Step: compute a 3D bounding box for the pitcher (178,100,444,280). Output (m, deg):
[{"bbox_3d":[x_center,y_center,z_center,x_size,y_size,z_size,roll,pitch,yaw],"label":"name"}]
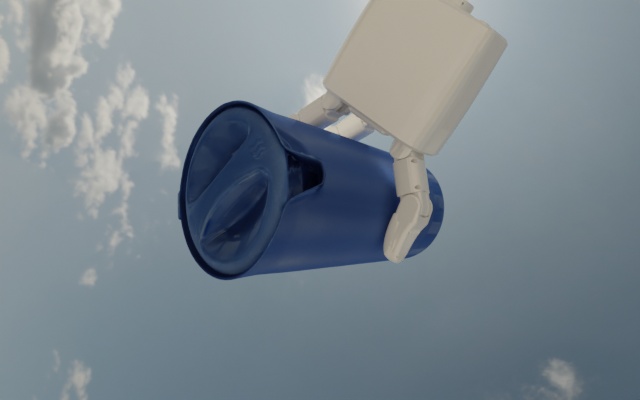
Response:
[{"bbox_3d":[0.000,0.001,0.443,0.243,0.145,0.149,7,31,-46],"label":"pitcher"}]
